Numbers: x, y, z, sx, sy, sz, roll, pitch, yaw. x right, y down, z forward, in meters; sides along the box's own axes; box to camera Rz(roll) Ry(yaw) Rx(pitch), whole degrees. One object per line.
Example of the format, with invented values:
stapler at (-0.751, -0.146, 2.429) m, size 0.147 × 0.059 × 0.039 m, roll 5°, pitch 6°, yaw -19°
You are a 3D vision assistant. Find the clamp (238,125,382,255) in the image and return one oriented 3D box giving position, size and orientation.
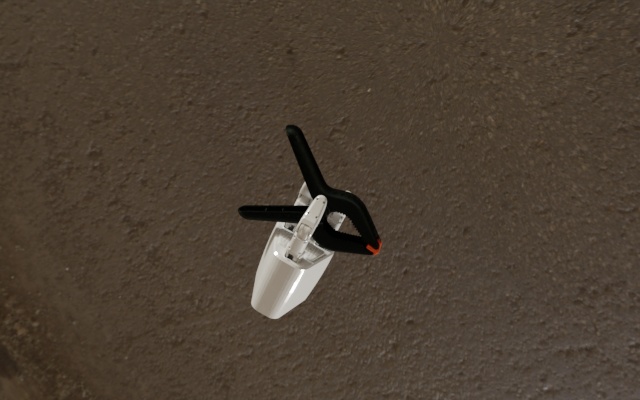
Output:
clamp at (0.000, 0.003, 0.670) m, size 0.210 × 0.165 × 0.036 m, roll 28°, pitch 28°, yaw 3°
